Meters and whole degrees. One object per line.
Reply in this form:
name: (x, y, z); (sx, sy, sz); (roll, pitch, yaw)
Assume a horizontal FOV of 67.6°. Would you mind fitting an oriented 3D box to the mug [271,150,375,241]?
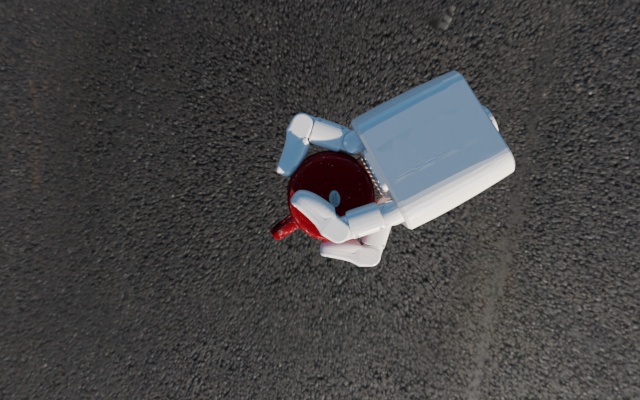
mug: (-0.001, 0.002, 0.474); (0.117, 0.093, 0.081); (-32, 3, 3)
